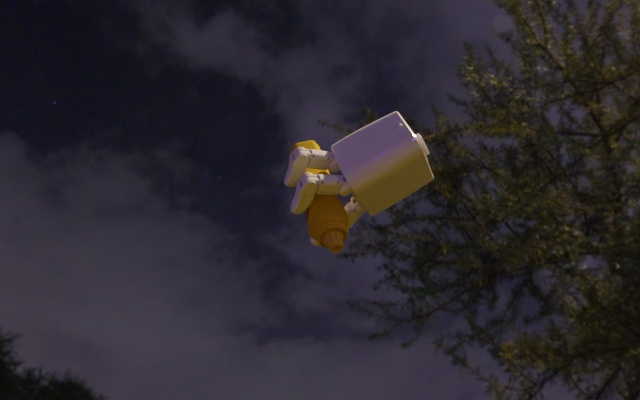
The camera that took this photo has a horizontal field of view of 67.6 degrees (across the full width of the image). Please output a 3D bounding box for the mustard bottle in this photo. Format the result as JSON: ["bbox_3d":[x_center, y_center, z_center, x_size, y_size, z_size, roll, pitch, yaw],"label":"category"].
[{"bbox_3d":[0.000,0.002,0.686,0.058,0.096,0.191,-11,42,-8],"label":"mustard bottle"}]
